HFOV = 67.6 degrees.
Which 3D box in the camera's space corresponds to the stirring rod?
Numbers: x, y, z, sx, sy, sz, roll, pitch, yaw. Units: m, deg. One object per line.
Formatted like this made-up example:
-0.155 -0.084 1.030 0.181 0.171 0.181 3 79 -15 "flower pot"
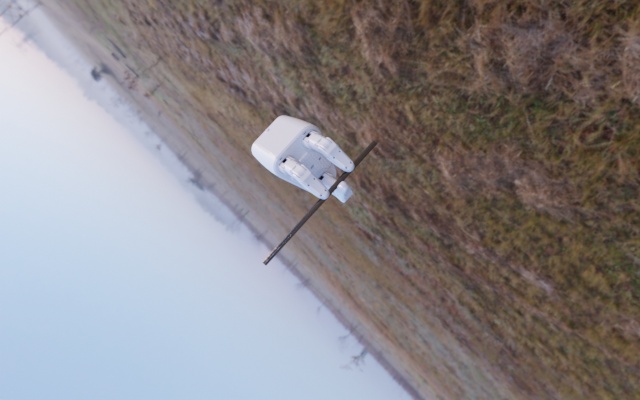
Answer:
0.000 0.002 0.695 0.011 0.239 0.011 42 -6 5 "stirring rod"
